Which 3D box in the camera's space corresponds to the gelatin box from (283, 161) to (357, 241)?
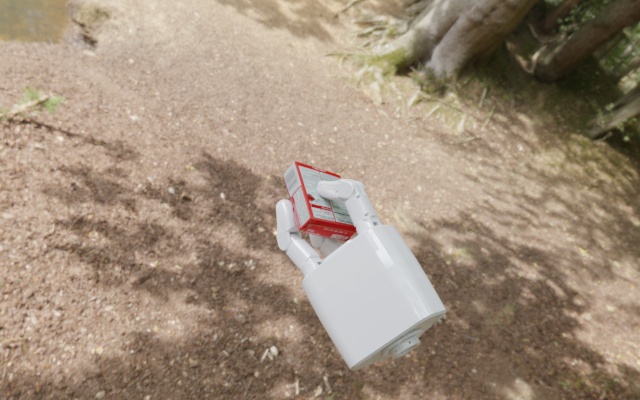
[{"bbox_3d":[0.000,0.001,0.568,0.073,0.089,0.030,14,-45,-38],"label":"gelatin box"}]
